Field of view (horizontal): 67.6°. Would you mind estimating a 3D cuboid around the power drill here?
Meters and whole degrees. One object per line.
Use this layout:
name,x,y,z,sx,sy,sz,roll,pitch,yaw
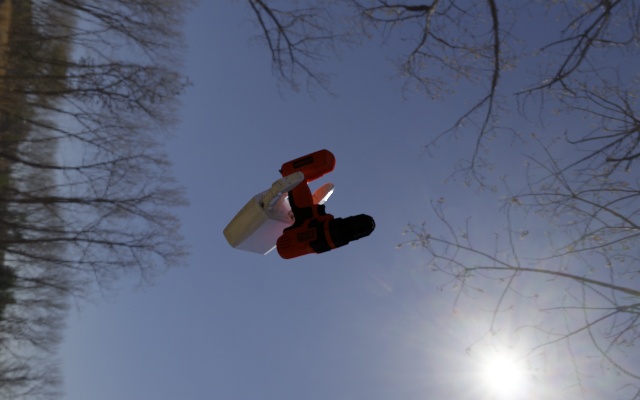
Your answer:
power drill,0.000,0.003,0.865,0.184,0.187,0.057,-17,-30,17
